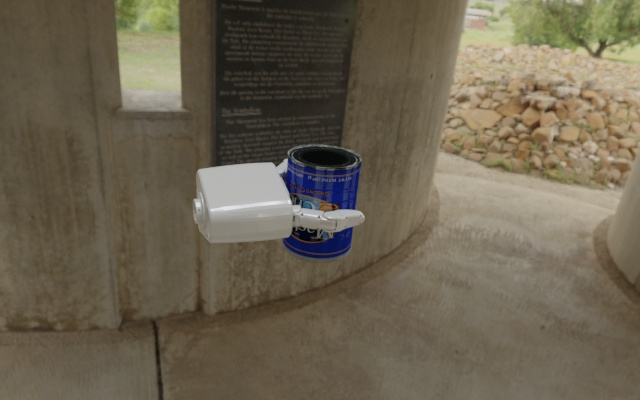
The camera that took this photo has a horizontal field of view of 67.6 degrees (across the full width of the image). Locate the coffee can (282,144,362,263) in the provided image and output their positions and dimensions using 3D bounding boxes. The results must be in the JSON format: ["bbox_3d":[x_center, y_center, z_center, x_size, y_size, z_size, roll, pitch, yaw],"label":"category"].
[{"bbox_3d":[0.000,0.002,0.679,0.103,0.140,0.102,4,23,-2],"label":"coffee can"}]
